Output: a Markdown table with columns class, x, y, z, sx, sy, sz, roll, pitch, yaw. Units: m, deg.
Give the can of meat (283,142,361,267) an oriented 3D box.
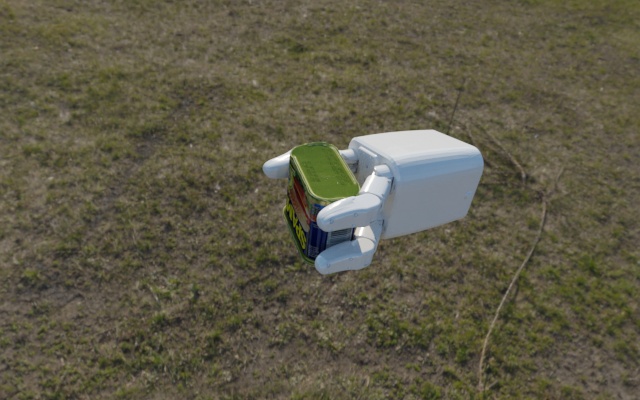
| class | x | y | z | sx | sy | sz | roll | pitch | yaw |
| --- | --- | --- | --- | --- | --- | --- | --- | --- | --- |
| can of meat | 0.000 | 0.001 | 0.486 | 0.057 | 0.084 | 0.102 | -8 | 42 | -18 |
